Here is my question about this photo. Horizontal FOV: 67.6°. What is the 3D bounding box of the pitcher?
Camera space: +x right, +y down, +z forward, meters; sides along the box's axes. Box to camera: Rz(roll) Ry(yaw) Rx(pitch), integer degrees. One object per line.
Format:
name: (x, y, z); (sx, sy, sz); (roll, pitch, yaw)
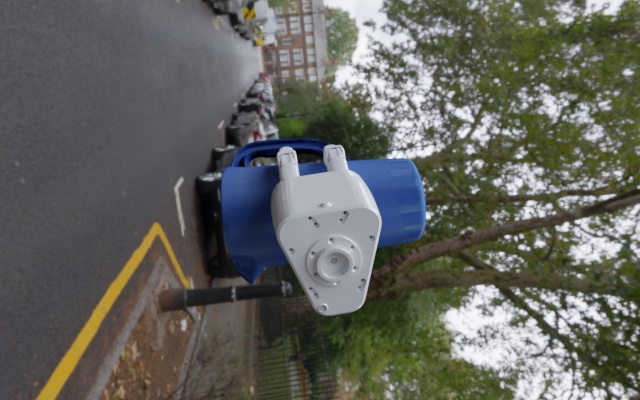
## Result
pitcher: (0.000, 0.002, 0.606); (0.243, 0.149, 0.145); (-7, 20, -3)
